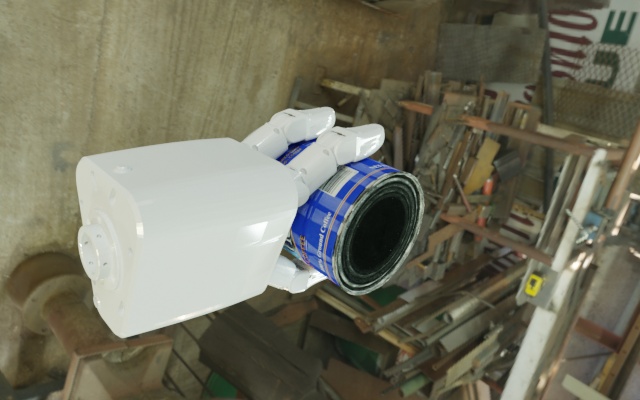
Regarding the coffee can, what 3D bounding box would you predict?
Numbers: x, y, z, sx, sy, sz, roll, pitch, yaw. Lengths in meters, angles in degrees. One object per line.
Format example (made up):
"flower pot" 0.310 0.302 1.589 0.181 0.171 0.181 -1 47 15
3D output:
"coffee can" 0.000 0.001 0.406 0.140 0.103 0.103 28 19 39
